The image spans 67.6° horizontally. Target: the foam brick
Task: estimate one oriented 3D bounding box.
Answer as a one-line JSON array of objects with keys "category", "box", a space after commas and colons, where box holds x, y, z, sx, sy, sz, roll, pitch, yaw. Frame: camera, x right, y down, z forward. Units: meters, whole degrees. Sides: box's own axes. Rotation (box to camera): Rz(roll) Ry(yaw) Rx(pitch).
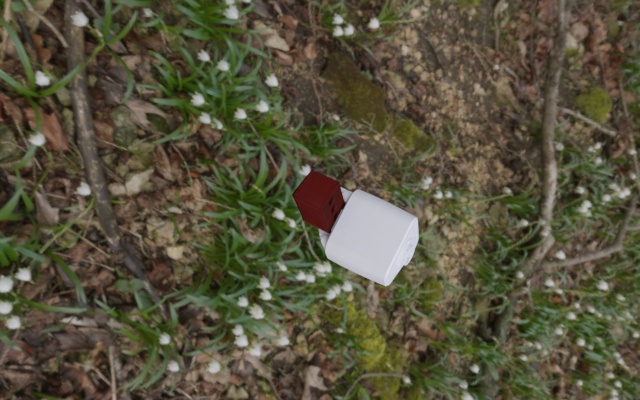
[{"category": "foam brick", "box": [0.000, 0.002, 0.715, 0.051, 0.053, 0.078, 26, -22, 25]}]
